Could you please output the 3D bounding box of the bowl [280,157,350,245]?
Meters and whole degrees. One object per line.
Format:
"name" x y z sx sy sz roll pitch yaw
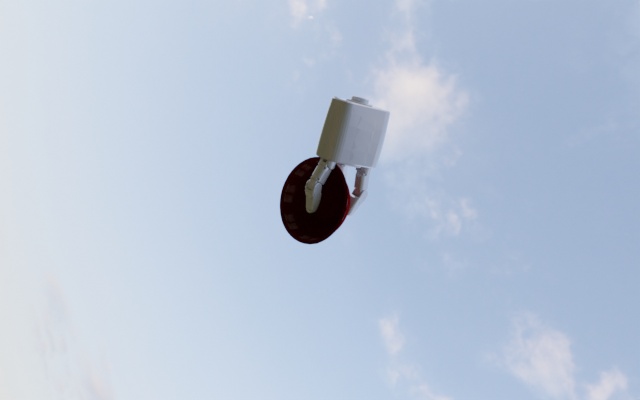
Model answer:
"bowl" 0.000 0.004 0.887 0.162 0.162 0.055 0 -9 39
